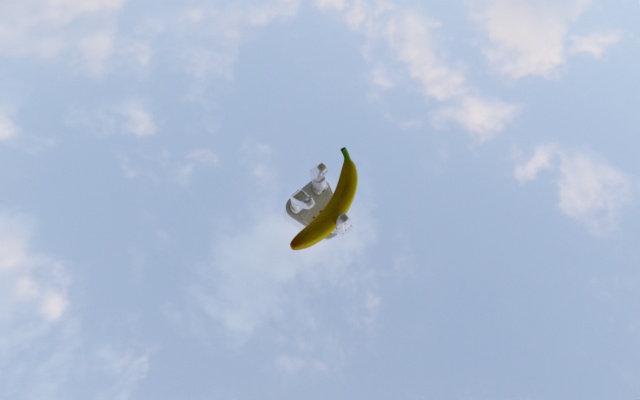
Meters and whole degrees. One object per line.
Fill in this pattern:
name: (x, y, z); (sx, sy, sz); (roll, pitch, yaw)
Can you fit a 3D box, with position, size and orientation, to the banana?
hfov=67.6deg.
banana: (0.017, 0.009, 0.827); (0.070, 0.197, 0.037); (31, -11, -20)
